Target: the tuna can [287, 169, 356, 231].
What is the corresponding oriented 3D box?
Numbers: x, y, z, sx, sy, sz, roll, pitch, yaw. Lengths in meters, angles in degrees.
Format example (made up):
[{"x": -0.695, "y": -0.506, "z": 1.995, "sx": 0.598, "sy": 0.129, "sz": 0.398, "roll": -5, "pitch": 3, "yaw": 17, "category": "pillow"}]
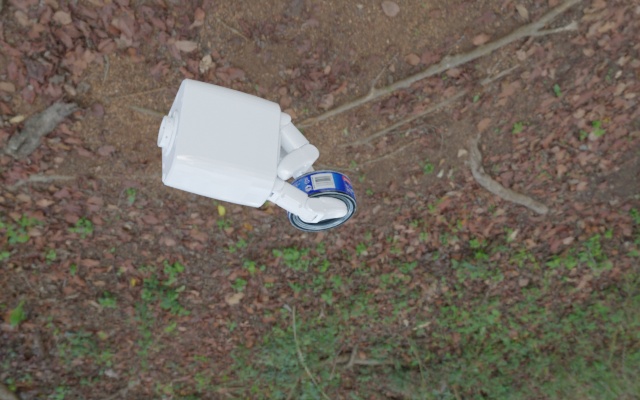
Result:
[{"x": 0.000, "y": 0.002, "z": 0.583, "sx": 0.086, "sy": 0.033, "sz": 0.086, "roll": -8, "pitch": -34, "yaw": -6, "category": "tuna can"}]
